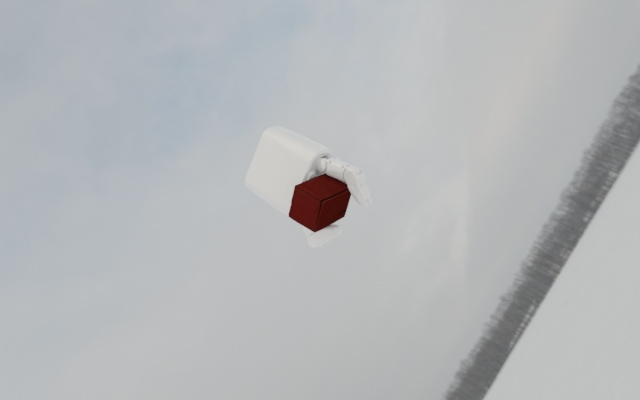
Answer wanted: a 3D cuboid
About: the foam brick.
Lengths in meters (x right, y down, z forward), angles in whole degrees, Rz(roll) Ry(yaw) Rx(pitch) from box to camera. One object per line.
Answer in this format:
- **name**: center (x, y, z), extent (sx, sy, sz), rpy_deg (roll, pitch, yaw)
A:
- **foam brick**: center (0.000, 0.002, 0.683), extent (0.051, 0.053, 0.078), rpy_deg (30, 31, 26)
